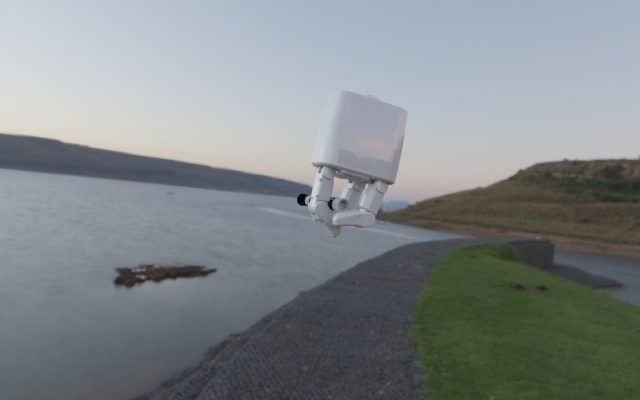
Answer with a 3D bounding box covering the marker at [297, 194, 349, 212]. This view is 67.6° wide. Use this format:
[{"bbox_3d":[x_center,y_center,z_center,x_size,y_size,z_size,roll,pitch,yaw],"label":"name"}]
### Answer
[{"bbox_3d":[0.000,0.002,0.679,0.020,0.020,0.121,0,4,-31],"label":"marker"}]
